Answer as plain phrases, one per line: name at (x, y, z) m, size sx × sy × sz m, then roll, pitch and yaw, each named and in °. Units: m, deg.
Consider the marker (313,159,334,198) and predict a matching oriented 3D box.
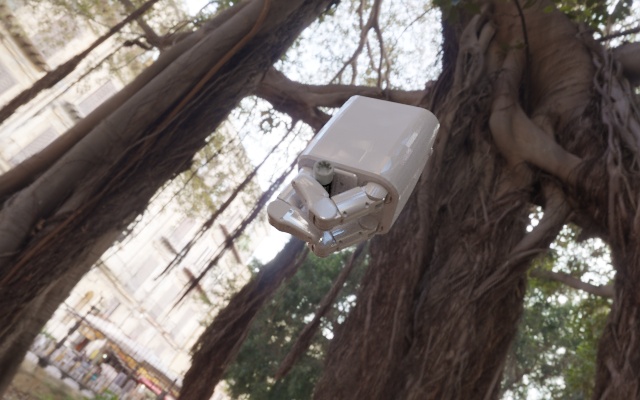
marker at (0.000, 0.002, 0.483) m, size 0.020 × 0.020 × 0.121 m, roll 0°, pitch -32°, yaw -4°
